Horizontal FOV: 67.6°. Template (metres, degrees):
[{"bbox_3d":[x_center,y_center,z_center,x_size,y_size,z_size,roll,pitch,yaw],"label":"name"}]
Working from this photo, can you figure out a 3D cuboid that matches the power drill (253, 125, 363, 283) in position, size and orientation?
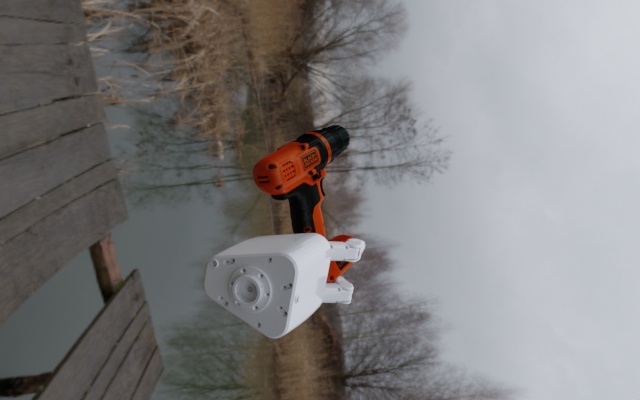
[{"bbox_3d":[0.000,0.003,0.645,0.057,0.188,0.184,-4,20,40],"label":"power drill"}]
